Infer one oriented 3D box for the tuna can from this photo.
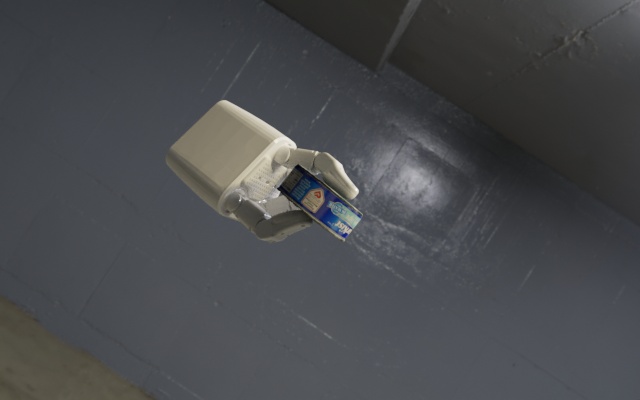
[{"bbox_3d":[0.000,0.001,0.477,0.086,0.034,0.086,38,1,-1],"label":"tuna can"}]
